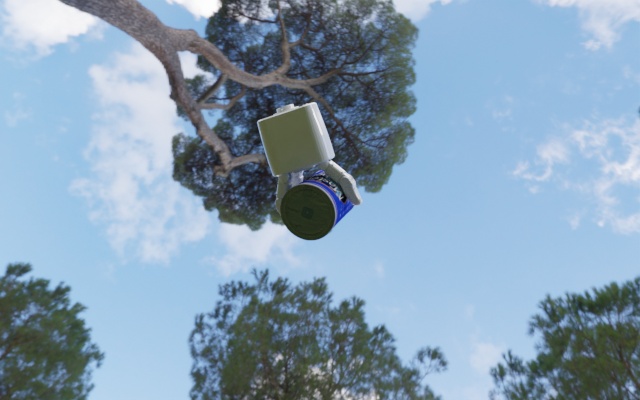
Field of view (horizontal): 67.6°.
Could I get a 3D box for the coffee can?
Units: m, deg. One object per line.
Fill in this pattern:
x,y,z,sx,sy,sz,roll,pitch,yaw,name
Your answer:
0.000,0.003,0.885,0.103,0.103,0.140,0,15,20,coffee can
